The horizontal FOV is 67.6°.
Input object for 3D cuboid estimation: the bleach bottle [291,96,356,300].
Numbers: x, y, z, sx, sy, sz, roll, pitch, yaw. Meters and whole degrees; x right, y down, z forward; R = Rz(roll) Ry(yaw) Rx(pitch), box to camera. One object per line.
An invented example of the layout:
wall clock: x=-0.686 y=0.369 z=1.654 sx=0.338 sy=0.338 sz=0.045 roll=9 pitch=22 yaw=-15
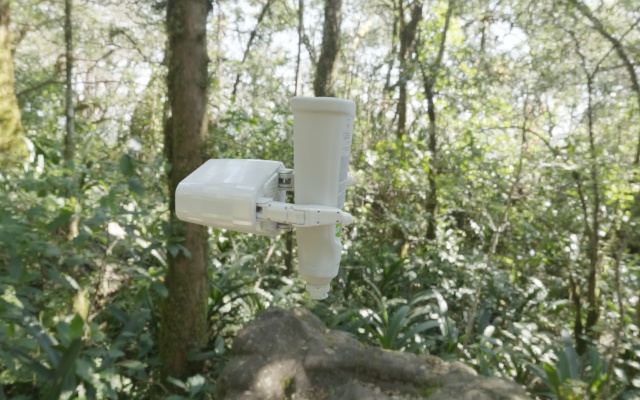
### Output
bleach bottle: x=0.000 y=0.002 z=0.591 sx=0.068 sy=0.251 sz=0.102 roll=6 pitch=11 yaw=15
